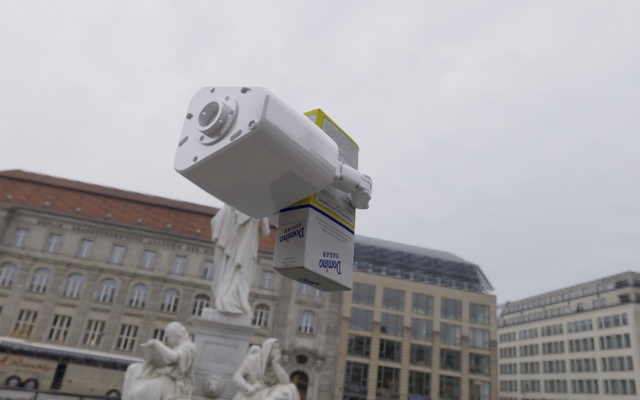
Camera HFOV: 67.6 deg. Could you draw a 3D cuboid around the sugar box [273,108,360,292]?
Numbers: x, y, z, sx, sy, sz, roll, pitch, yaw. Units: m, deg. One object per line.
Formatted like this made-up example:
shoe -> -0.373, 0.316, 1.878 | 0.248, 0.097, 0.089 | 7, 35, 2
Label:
sugar box -> 0.000, 0.002, 0.515 | 0.048, 0.176, 0.093 | -8, -27, 34
